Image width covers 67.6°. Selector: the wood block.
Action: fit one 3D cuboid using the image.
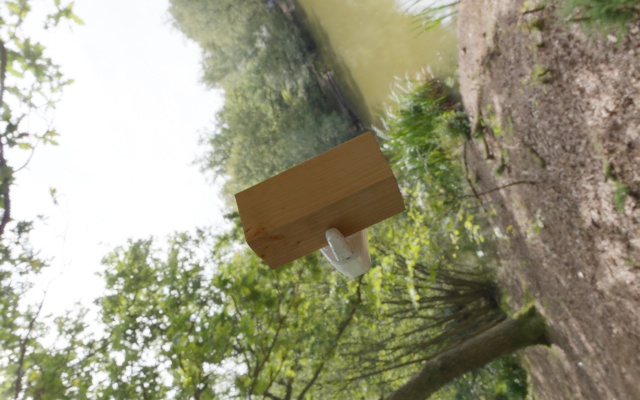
[{"bbox_3d":[0.000,0.003,0.658,0.206,0.090,0.090,-25,-37,4],"label":"wood block"}]
